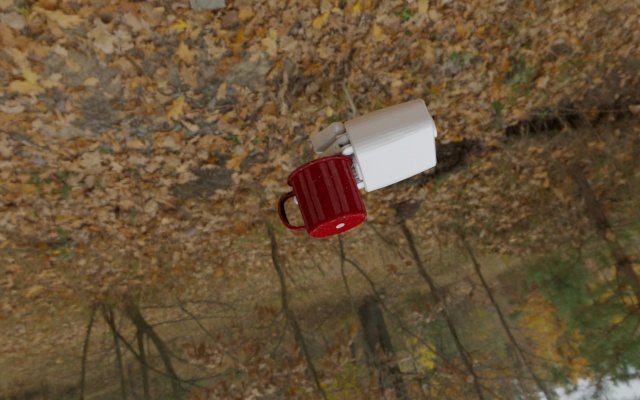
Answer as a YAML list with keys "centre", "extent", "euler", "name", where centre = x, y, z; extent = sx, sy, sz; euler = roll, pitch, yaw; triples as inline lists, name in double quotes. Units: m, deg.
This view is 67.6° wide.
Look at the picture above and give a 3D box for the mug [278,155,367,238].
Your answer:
- centre: [-0.001, 0.003, 0.628]
  extent: [0.117, 0.081, 0.093]
  euler: [-20, -17, 6]
  name: "mug"
